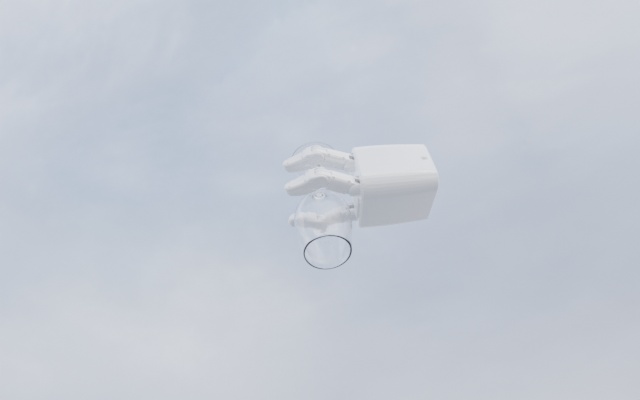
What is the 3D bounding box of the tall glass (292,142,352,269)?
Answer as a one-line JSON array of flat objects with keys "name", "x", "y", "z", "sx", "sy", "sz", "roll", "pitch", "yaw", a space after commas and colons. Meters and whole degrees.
[{"name": "tall glass", "x": 0.000, "y": 0.002, "z": 0.674, "sx": 0.079, "sy": 0.079, "sz": 0.200, "roll": 0, "pitch": 40, "yaw": -7}]
